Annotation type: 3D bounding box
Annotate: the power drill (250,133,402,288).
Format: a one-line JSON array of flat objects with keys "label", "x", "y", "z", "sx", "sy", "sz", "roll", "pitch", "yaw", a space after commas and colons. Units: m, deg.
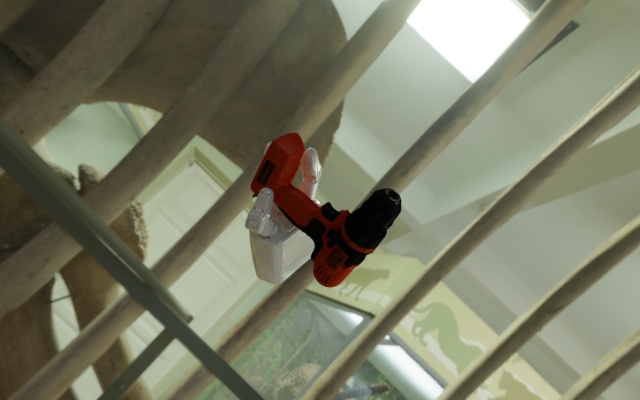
[{"label": "power drill", "x": 0.000, "y": 0.002, "z": 0.617, "sx": 0.057, "sy": 0.187, "sz": 0.184, "roll": -24, "pitch": -23, "yaw": -46}]
